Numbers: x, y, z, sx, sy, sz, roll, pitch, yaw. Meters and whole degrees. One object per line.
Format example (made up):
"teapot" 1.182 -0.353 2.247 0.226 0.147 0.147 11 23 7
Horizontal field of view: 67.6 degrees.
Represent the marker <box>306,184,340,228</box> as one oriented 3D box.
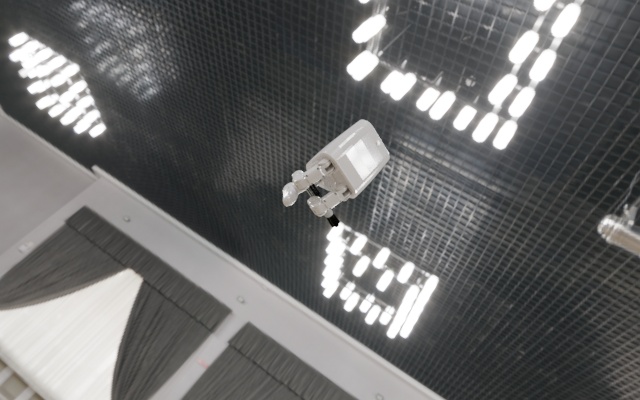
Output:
"marker" 0.000 0.003 0.869 0.020 0.121 0.020 -28 24 14
